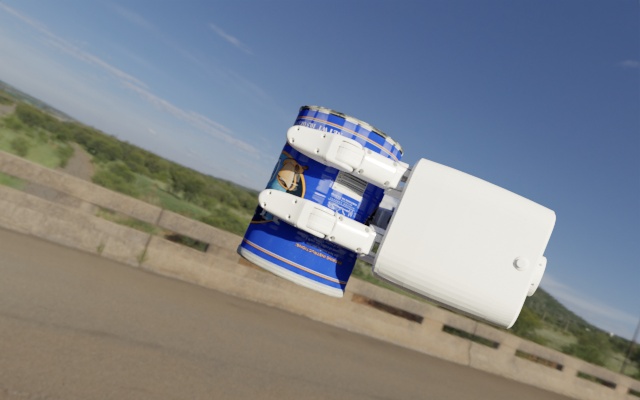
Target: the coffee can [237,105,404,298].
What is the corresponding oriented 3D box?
[{"bbox_3d":[0.000,0.001,0.429,0.103,0.140,0.103,23,-4,2],"label":"coffee can"}]
